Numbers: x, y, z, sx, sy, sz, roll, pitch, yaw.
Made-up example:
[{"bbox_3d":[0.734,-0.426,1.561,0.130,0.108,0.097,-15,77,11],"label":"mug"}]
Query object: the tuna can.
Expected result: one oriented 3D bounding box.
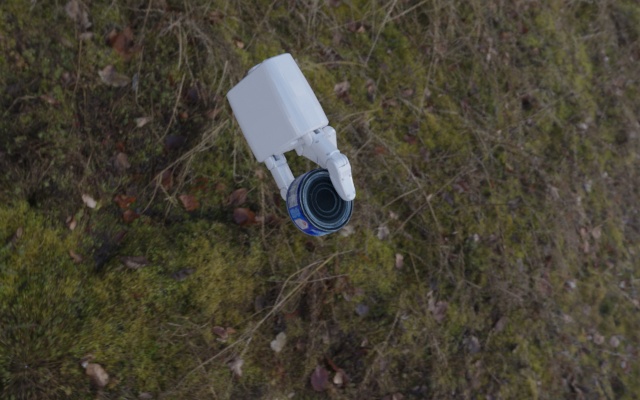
[{"bbox_3d":[0.000,0.002,0.621,0.086,0.086,0.034,0,-11,-34],"label":"tuna can"}]
